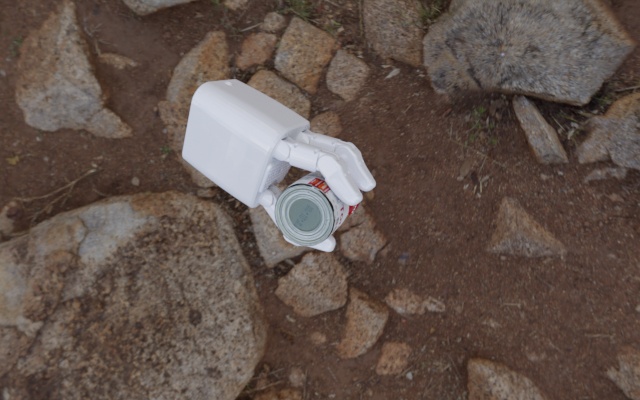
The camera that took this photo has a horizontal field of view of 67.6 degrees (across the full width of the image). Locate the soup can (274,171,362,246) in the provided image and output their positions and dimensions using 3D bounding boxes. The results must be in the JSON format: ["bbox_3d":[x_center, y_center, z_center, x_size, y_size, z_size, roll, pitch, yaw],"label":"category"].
[{"bbox_3d":[0.000,0.002,0.526,0.068,0.068,0.102,0,16,21],"label":"soup can"}]
